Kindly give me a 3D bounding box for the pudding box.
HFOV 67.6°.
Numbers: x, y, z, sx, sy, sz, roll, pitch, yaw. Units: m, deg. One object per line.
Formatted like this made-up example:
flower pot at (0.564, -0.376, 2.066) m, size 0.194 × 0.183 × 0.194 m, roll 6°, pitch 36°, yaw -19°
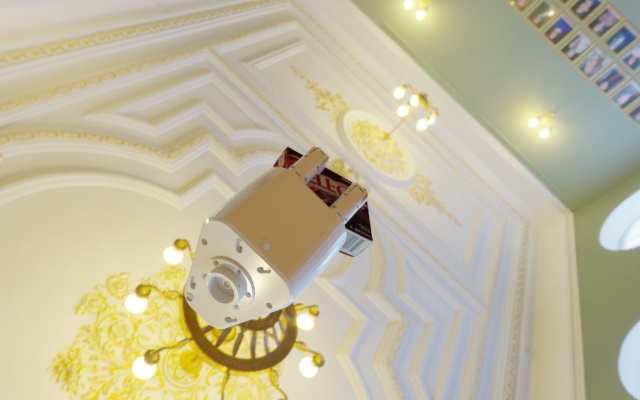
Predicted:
pudding box at (0.000, 0.002, 0.519) m, size 0.113 × 0.090 × 0.039 m, roll 29°, pitch -55°, yaw -23°
